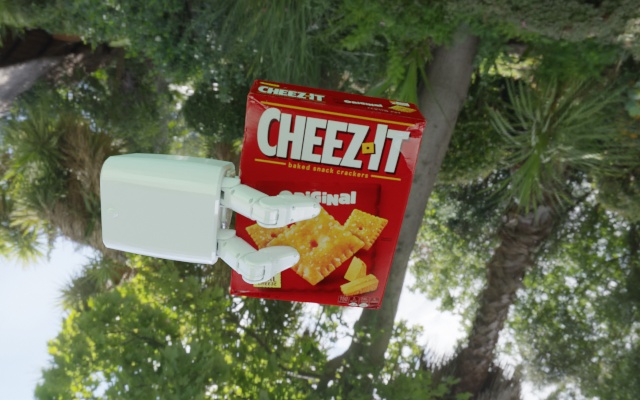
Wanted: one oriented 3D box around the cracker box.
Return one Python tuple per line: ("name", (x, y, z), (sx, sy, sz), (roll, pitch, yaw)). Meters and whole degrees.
("cracker box", (0.000, 0.002, 0.484), (0.164, 0.214, 0.072), (7, 24, -5))
